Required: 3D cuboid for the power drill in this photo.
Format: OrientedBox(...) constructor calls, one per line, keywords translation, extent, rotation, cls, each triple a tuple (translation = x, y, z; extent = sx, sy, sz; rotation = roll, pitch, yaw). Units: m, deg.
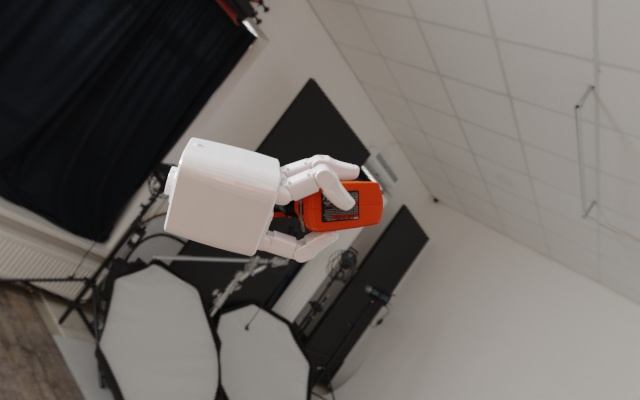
OrientedBox(translation=(0.000, 0.002, 0.638), extent=(0.184, 0.057, 0.187), rotation=(-6, 4, -28), cls="power drill")
